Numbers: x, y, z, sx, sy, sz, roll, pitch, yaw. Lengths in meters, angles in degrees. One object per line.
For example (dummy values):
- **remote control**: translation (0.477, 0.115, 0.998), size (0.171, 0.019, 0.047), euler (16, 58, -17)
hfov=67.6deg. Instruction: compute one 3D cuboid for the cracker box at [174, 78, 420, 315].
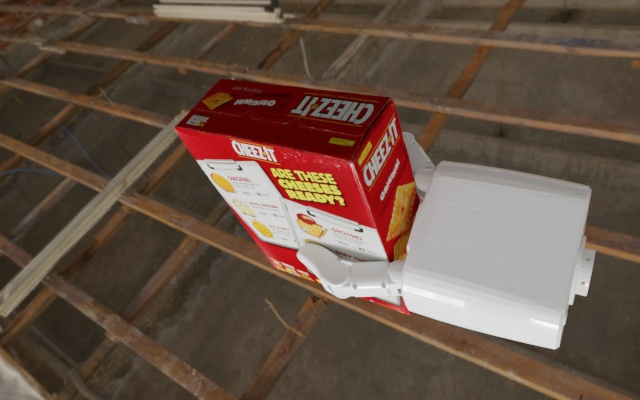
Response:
- **cracker box**: translation (0.000, 0.002, 0.417), size (0.164, 0.072, 0.214), euler (14, -32, 31)
